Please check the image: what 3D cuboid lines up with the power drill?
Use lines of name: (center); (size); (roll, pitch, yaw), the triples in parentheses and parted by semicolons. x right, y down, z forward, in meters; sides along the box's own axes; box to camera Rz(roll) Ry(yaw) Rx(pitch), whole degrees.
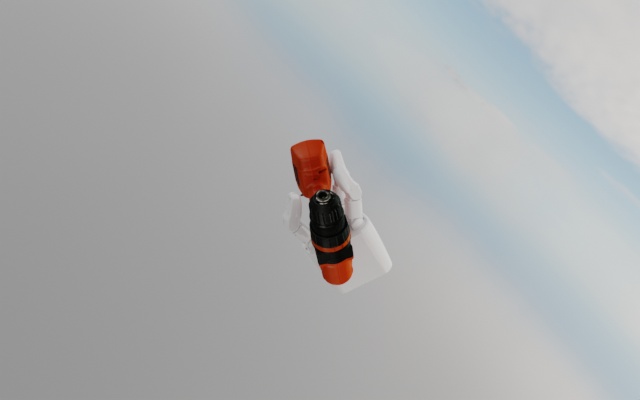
power drill: (0.000, 0.002, 0.671); (0.057, 0.187, 0.185); (-11, -40, -2)
